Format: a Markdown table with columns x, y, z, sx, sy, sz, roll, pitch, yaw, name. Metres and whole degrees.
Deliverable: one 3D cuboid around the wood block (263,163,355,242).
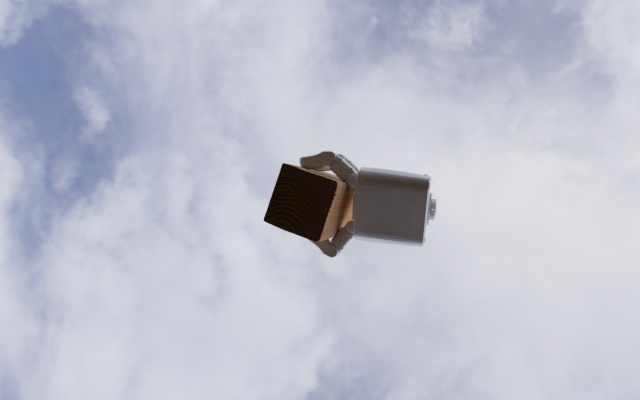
| x | y | z | sx | sy | sz | roll | pitch | yaw | name |
| --- | --- | --- | --- | --- | --- | --- | --- | --- | --- |
| 0.000 | 0.003 | 0.758 | 0.090 | 0.091 | 0.206 | 20 | 5 | 16 | wood block |
